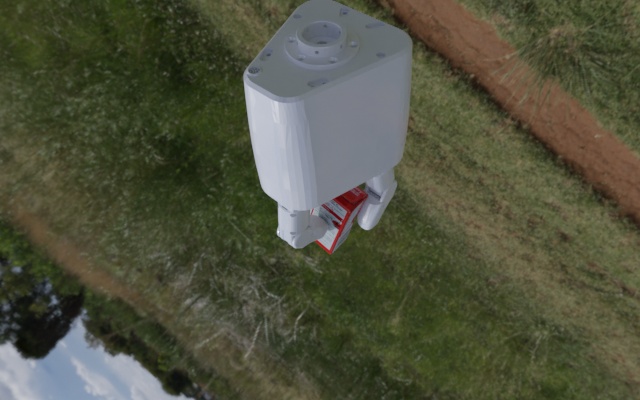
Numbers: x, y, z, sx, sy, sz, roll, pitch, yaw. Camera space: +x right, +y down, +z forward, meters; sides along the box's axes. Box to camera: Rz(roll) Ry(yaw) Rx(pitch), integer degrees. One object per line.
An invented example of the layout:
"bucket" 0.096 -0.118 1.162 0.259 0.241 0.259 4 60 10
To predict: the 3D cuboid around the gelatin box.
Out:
"gelatin box" 0.000 0.002 0.458 0.030 0.073 0.089 -42 -15 -31
